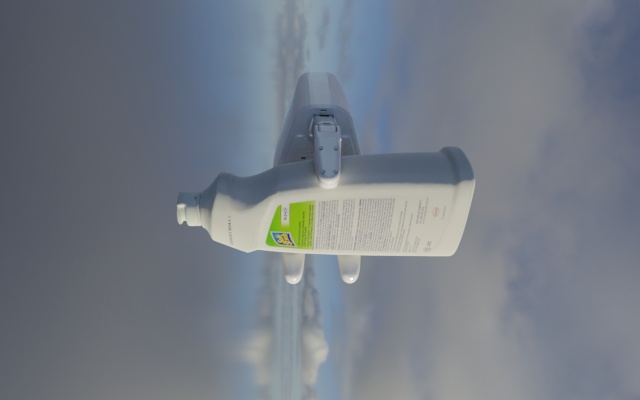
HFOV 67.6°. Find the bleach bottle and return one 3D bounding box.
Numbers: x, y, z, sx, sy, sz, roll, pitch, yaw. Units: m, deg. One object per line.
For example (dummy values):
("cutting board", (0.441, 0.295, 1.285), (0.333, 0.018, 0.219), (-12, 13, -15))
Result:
("bleach bottle", (0.000, 0.002, 0.430), (0.251, 0.103, 0.068), (1, 34, -4))
